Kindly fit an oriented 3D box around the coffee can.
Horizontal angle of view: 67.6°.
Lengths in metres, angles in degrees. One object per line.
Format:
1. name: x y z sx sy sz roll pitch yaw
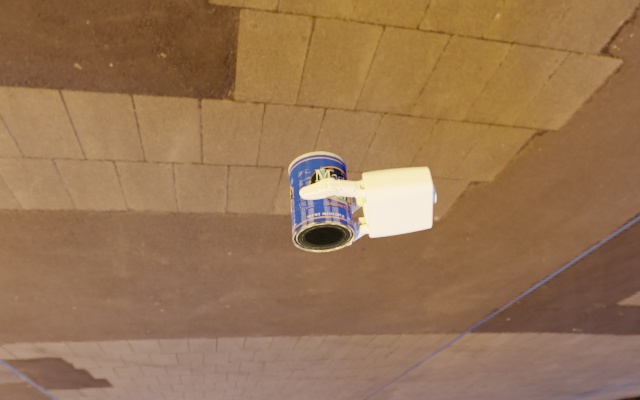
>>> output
1. coffee can: 0.000 0.003 0.811 0.103 0.140 0.103 -4 -32 -2
